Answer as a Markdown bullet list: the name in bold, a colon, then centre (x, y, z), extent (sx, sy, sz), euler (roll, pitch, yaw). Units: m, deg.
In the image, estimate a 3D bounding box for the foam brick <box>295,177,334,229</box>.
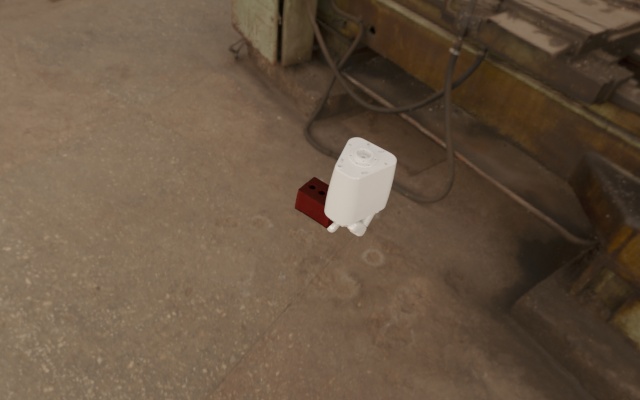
- **foam brick**: centre (0.000, 0.003, 0.882), extent (0.078, 0.051, 0.053), euler (31, 47, 21)
